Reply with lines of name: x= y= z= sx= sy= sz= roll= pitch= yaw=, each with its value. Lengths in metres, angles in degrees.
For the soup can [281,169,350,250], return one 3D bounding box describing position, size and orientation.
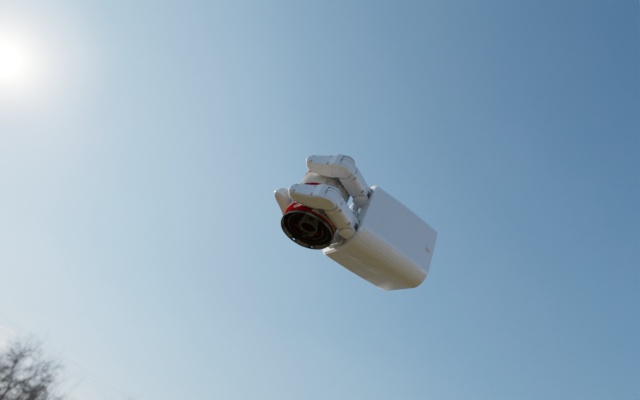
soup can: x=0.000 y=0.002 z=0.606 sx=0.068 sy=0.102 sz=0.069 roll=15 pitch=-40 yaw=13
